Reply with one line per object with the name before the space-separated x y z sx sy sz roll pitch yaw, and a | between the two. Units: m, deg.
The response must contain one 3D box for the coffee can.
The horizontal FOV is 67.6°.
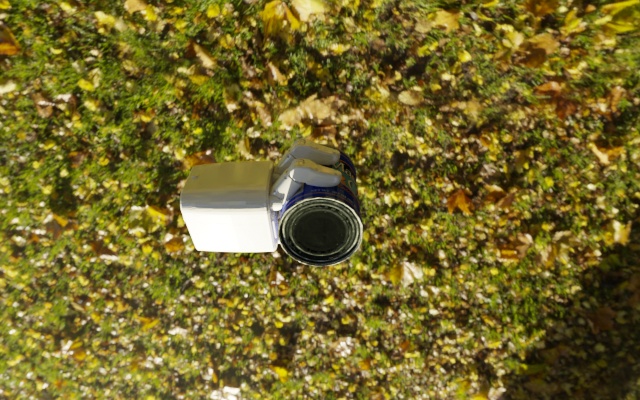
coffee can | 0.000 0.002 0.626 0.103 0.103 0.140 0 32 0
